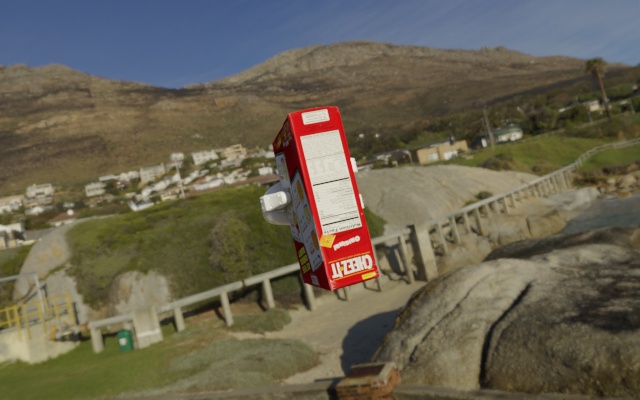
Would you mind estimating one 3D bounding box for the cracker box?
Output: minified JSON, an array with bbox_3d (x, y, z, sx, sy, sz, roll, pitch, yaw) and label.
[{"bbox_3d":[0.000,0.002,0.631,0.072,0.213,0.164,-13,-3,-14],"label":"cracker box"}]
